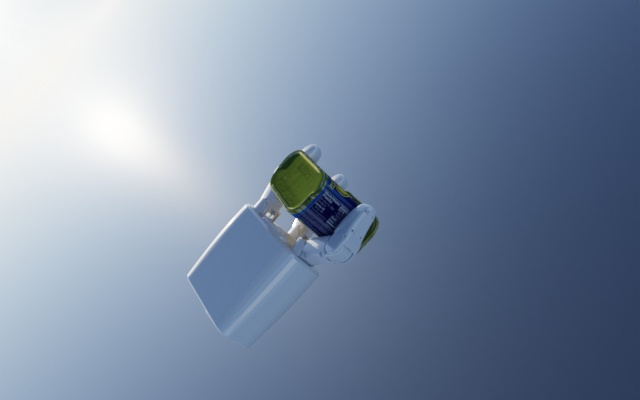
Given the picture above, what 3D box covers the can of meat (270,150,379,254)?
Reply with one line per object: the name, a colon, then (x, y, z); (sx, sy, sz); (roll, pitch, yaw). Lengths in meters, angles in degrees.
can of meat: (0.000, 0.001, 0.494); (0.084, 0.057, 0.102); (41, 3, -31)
